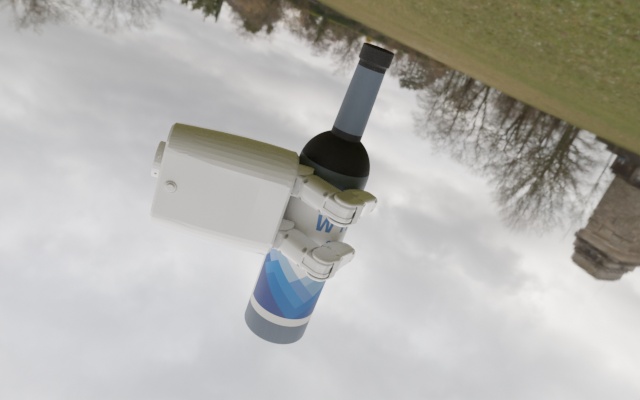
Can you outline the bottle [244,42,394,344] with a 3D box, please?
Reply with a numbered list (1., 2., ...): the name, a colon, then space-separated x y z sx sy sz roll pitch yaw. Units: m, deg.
1. bottle: 0.000 0.002 0.449 0.069 0.296 0.069 18 22 -8
